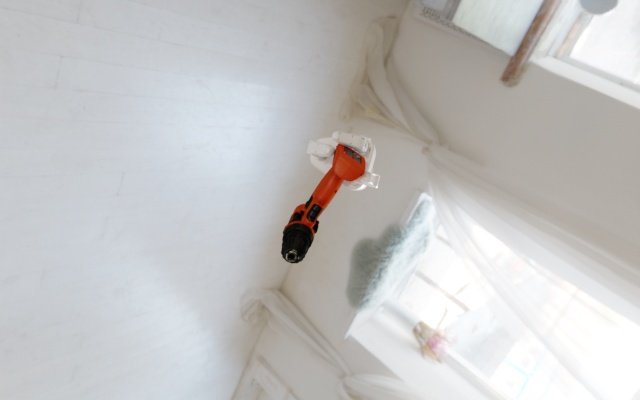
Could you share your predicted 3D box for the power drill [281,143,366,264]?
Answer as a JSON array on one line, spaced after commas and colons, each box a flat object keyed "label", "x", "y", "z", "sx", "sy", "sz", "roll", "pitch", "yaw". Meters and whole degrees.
[{"label": "power drill", "x": 0.000, "y": 0.002, "z": 0.795, "sx": 0.057, "sy": 0.188, "sz": 0.184, "roll": 34, "pitch": 20, "yaw": -9}]
